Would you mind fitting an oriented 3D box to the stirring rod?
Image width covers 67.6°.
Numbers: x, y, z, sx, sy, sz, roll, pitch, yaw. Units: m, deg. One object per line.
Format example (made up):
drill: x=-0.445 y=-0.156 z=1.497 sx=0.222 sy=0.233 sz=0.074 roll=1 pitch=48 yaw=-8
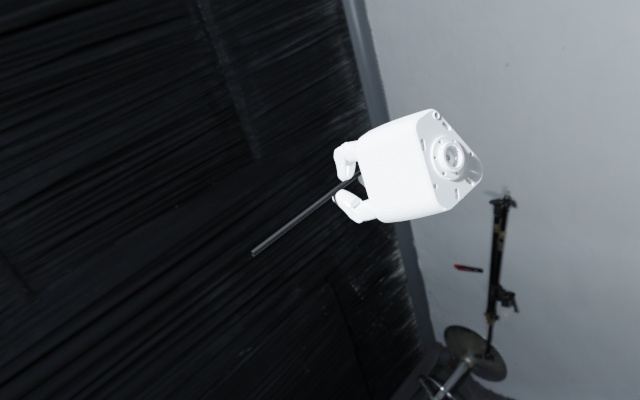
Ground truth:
stirring rod: x=0.000 y=0.002 z=0.642 sx=0.239 sy=0.011 sz=0.011 roll=-37 pitch=20 yaw=-29
